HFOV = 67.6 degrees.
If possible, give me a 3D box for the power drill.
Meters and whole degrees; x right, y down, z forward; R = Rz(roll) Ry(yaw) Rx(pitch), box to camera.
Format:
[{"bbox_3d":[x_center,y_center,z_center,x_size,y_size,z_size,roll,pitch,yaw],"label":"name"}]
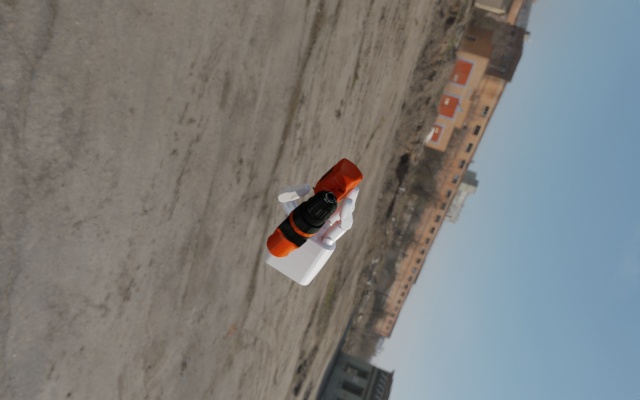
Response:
[{"bbox_3d":[0.000,0.003,0.811,0.184,0.057,0.187,-41,4,45],"label":"power drill"}]
